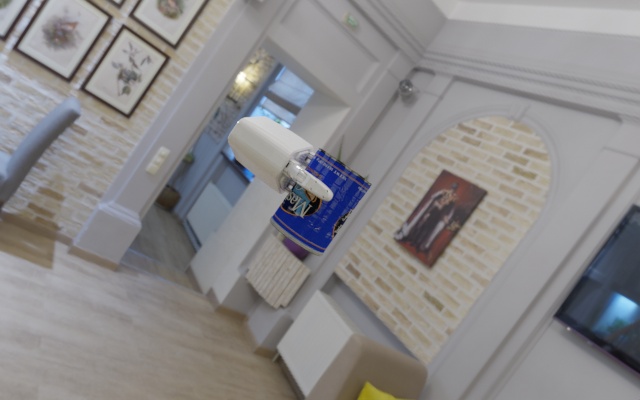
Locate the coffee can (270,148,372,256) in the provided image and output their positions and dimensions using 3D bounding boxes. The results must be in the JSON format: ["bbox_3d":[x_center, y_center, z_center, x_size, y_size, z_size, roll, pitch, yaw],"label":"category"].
[{"bbox_3d":[0.000,0.003,0.761,0.103,0.140,0.103,35,4,-2],"label":"coffee can"}]
